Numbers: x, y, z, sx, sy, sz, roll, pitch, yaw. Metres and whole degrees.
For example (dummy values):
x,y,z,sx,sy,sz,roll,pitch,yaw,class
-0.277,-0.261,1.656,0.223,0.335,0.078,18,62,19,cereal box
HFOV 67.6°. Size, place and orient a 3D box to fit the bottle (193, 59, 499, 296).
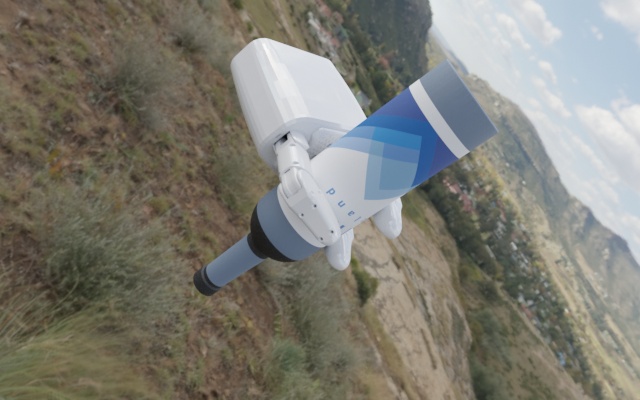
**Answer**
x,y,z,sx,sy,sz,roll,pitch,yaw,class
0.000,0.001,0.404,0.296,0.069,0.069,-35,-15,22,bottle
